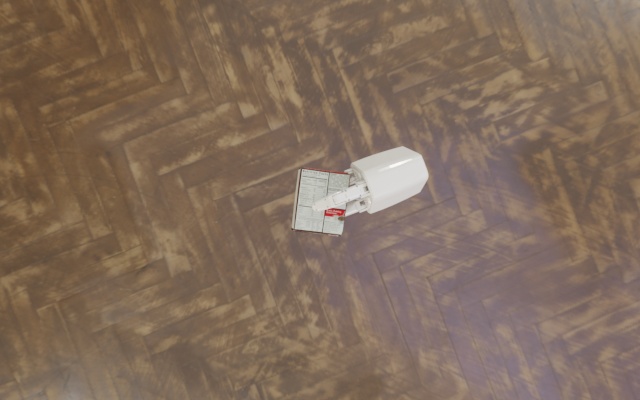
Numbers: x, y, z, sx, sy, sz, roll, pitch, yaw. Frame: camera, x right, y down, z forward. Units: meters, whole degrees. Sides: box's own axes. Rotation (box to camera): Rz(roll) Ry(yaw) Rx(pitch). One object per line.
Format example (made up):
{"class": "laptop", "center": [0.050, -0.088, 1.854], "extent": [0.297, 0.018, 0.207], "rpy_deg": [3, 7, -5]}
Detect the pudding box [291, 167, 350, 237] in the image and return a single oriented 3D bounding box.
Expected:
{"class": "pudding box", "center": [0.000, 0.003, 0.836], "extent": [0.090, 0.113, 0.039], "rpy_deg": [7, -2, -7]}
